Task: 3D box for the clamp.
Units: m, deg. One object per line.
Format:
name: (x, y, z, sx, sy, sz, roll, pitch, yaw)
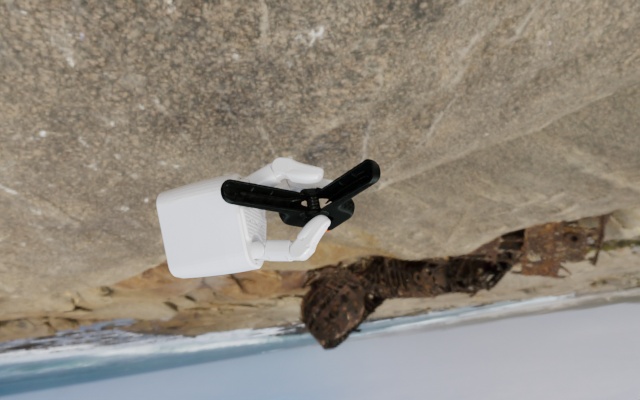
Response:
clamp: (0.000, 0.003, 0.564, 0.164, 0.036, 0.210, -9, -16, 13)
